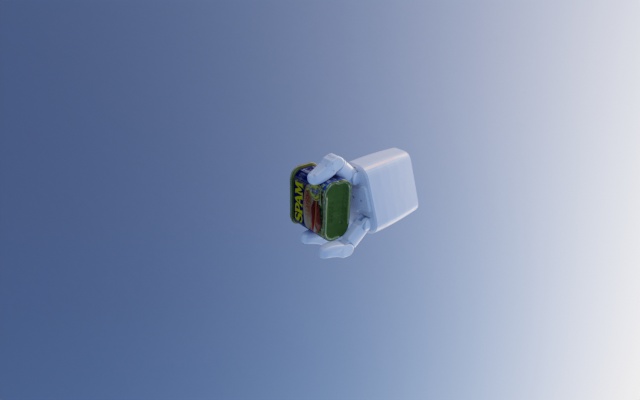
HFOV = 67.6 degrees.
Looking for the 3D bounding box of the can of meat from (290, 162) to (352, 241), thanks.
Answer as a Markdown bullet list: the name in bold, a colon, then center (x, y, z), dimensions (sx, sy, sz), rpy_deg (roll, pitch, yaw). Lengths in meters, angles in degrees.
- **can of meat**: center (0.000, 0.002, 0.737), dimensions (0.057, 0.102, 0.084), rpy_deg (-18, 32, -36)
